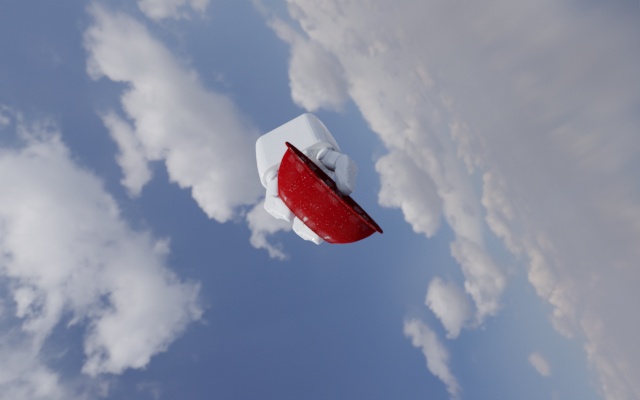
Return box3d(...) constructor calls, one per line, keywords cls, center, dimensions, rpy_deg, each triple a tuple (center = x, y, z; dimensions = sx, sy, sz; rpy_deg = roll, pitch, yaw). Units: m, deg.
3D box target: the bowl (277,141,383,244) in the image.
box3d(cls="bowl", center=(0.000, 0.003, 0.580), dimensions=(0.162, 0.055, 0.162), rpy_deg=(43, 5, -5))
